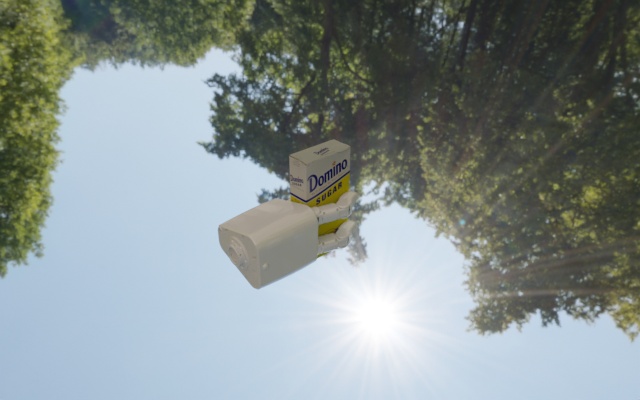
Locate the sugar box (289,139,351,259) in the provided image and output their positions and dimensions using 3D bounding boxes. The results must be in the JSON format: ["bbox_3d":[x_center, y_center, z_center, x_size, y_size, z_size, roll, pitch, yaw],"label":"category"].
[{"bbox_3d":[0.000,0.003,0.743,0.093,0.176,0.048,-25,40,-36],"label":"sugar box"}]
